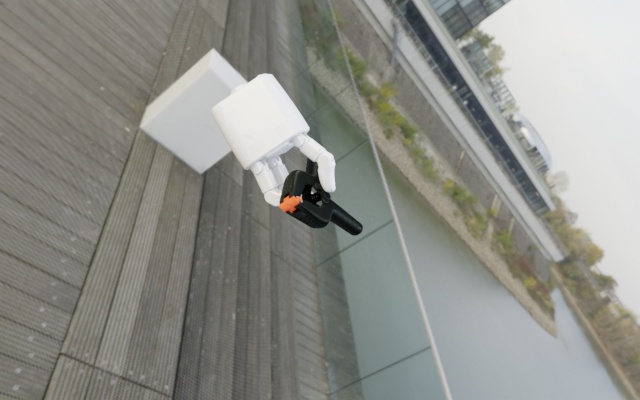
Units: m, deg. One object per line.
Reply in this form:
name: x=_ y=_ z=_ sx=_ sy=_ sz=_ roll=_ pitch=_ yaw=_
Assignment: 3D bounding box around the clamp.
clamp: x=0.000 y=0.002 z=0.738 sx=0.036 sy=0.164 sz=0.210 roll=-32 pitch=1 yaw=21
